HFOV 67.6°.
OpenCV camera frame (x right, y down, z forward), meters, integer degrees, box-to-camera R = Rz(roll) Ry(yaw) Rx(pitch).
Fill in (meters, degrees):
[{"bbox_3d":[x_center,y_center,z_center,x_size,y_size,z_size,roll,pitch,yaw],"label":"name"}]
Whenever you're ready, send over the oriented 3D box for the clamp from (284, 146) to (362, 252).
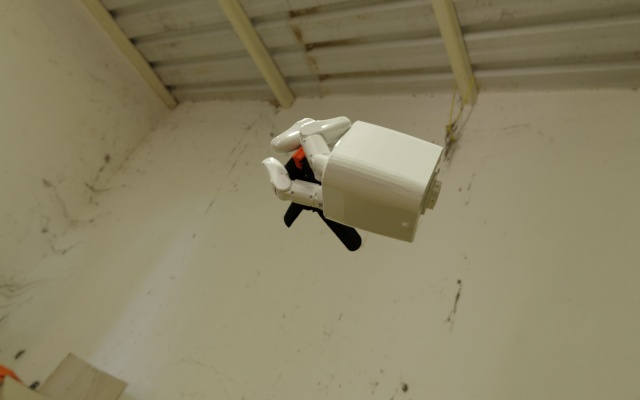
[{"bbox_3d":[0.000,0.001,0.610,0.120,0.039,0.172,19,-32,15],"label":"clamp"}]
